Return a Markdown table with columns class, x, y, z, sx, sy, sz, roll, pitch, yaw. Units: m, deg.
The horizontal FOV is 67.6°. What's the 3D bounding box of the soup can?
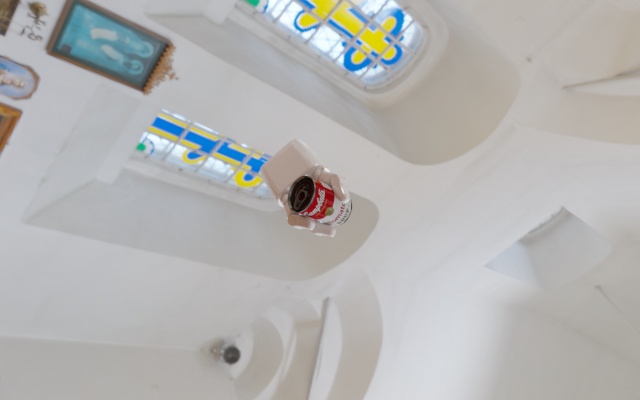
| class | x | y | z | sx | sy | sz | roll | pitch | yaw |
| --- | --- | --- | --- | --- | --- | --- | --- | --- | --- |
| soup can | 0.001 | 0.003 | 0.863 | 0.068 | 0.068 | 0.102 | 0 | -17 | 46 |
